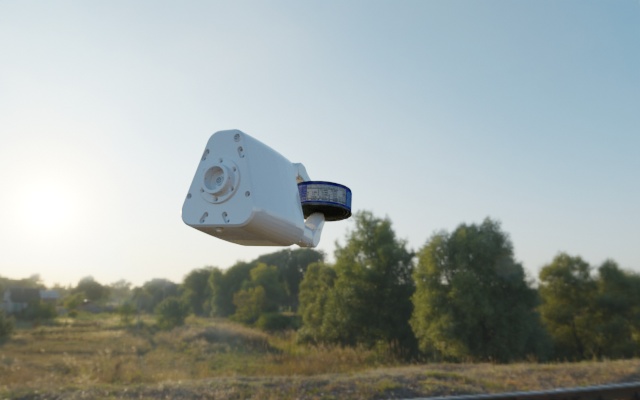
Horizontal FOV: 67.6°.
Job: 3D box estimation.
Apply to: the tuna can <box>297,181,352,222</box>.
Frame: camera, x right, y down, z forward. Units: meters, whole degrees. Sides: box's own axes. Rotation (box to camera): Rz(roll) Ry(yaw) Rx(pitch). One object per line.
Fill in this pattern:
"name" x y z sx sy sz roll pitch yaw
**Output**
"tuna can" 0.000 0.002 0.642 0.086 0.033 0.086 3 -17 1
